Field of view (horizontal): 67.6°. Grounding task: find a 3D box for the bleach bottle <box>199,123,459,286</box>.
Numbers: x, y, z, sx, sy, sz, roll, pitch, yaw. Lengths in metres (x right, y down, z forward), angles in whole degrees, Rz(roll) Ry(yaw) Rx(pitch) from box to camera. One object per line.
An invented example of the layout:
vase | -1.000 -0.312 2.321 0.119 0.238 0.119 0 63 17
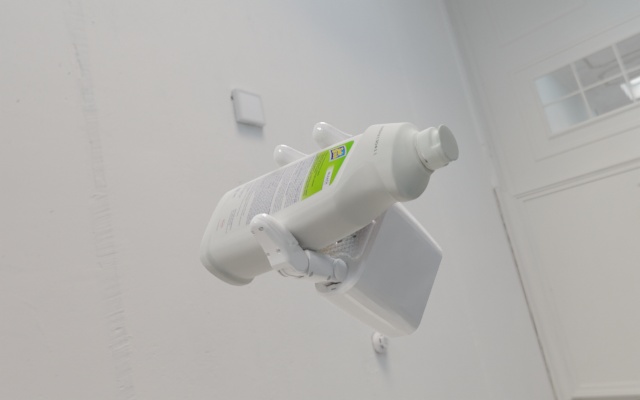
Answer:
bleach bottle | 0.000 0.001 0.417 0.251 0.102 0.068 -22 -49 39
